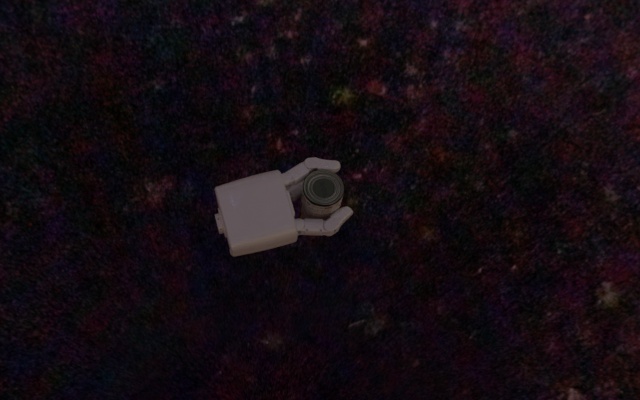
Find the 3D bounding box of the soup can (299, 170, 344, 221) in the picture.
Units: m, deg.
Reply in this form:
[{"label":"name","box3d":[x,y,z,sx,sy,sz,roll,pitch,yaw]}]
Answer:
[{"label":"soup can","box3d":[0.001,0.002,0.792,0.068,0.068,0.102,0,-28,-6]}]
